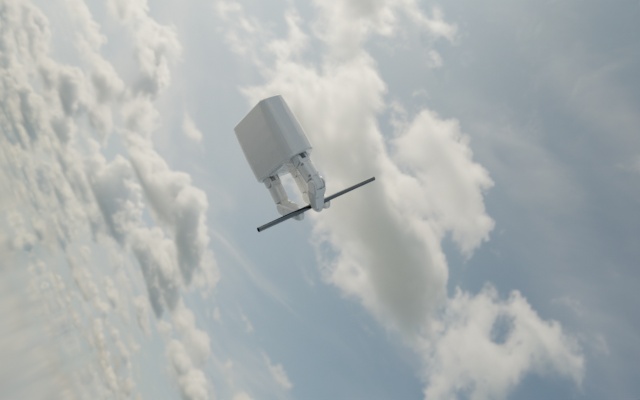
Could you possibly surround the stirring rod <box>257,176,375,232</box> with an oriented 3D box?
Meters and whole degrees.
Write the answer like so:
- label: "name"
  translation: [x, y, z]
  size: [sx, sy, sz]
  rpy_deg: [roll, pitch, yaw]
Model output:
- label: "stirring rod"
  translation: [0.000, 0.003, 0.784]
  size: [0.239, 0.011, 0.011]
  rpy_deg: [-24, 13, -31]
